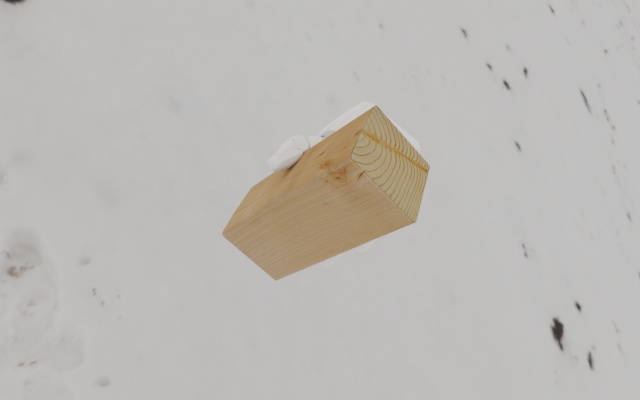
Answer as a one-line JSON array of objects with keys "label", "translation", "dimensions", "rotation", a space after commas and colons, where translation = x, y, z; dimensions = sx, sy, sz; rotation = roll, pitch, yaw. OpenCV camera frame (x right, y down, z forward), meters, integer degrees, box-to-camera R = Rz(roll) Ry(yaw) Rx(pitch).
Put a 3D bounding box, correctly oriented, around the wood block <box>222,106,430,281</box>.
[{"label": "wood block", "translation": [0.000, 0.001, 0.510], "dimensions": [0.206, 0.091, 0.090], "rotation": [-29, 25, 41]}]
